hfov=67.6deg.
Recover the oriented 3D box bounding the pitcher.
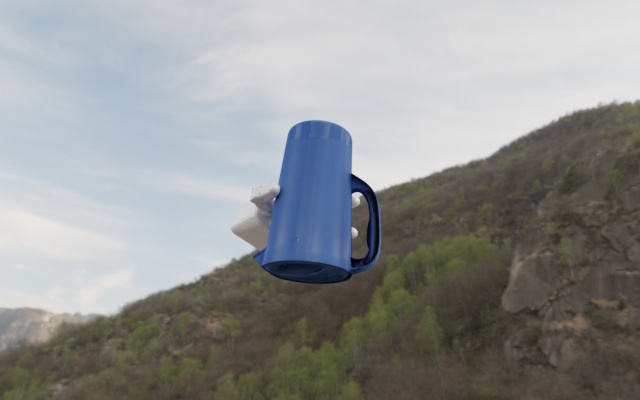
[{"bbox_3d":[0.000,0.002,0.742,0.149,0.242,0.145,19,-26,-30],"label":"pitcher"}]
